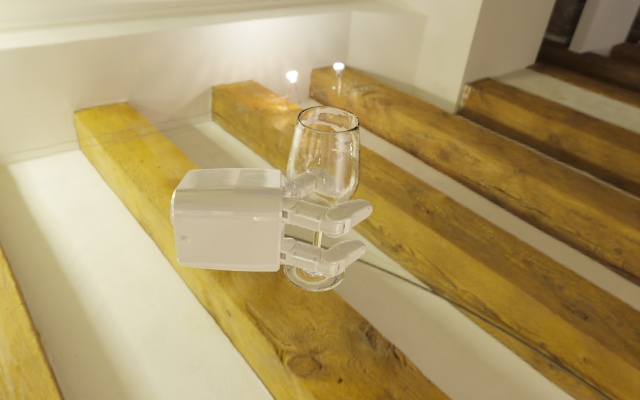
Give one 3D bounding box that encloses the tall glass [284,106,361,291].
[{"bbox_3d":[0.000,0.002,0.523,0.079,0.201,0.079,4,34,-3],"label":"tall glass"}]
